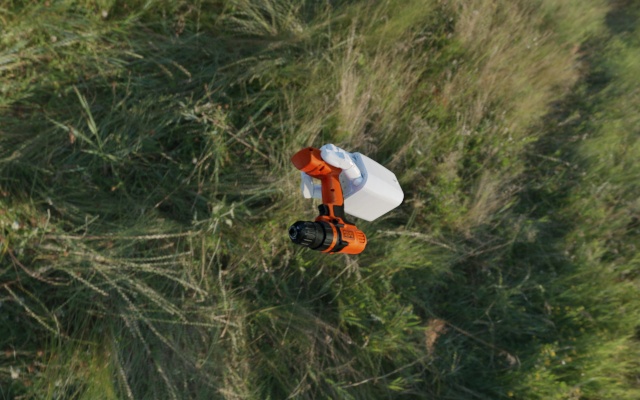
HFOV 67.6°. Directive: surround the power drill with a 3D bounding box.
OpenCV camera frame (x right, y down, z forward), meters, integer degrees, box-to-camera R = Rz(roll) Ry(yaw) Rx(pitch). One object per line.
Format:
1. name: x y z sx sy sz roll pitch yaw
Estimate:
1. power drill: 0.000 0.002 0.847 0.057 0.187 0.184 -24 -24 32
